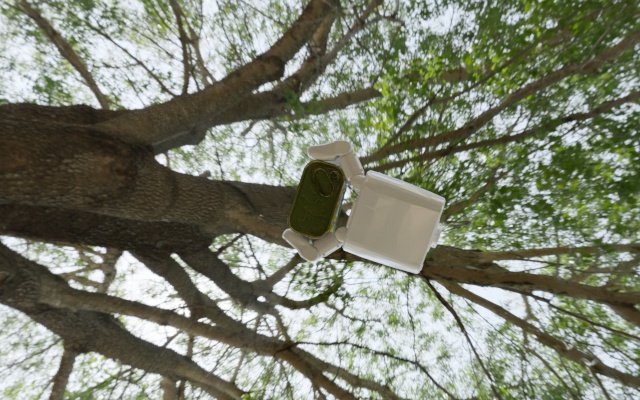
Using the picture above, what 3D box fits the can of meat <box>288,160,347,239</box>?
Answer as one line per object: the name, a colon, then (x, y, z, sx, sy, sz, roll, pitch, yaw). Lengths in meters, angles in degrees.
can of meat: (0.000, 0.002, 0.666, 0.057, 0.102, 0.084, 17, -3, 10)
